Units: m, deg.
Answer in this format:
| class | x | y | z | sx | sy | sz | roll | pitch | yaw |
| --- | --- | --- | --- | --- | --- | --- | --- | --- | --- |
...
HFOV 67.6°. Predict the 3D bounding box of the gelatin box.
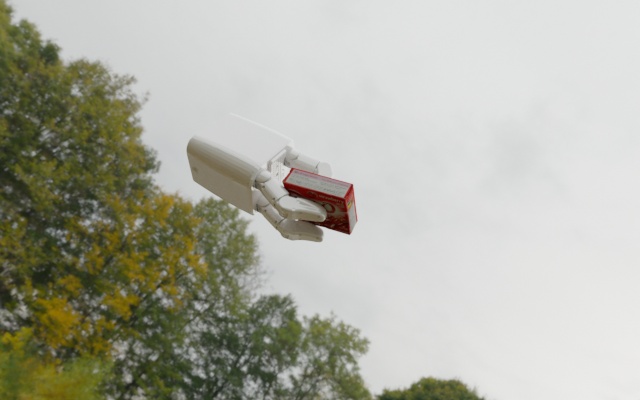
| class | x | y | z | sx | sy | sz | roll | pitch | yaw |
| --- | --- | --- | --- | --- | --- | --- | --- | --- | --- |
| gelatin box | 0.001 | 0.002 | 0.610 | 0.089 | 0.030 | 0.073 | 16 | -36 | 21 |
